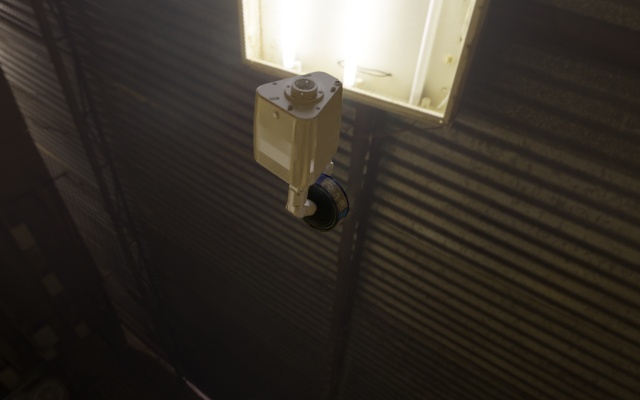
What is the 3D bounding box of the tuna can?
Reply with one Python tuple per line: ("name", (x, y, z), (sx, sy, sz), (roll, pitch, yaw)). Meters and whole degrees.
("tuna can", (0.000, 0.002, 0.714), (0.086, 0.086, 0.033), (0, 29, 44))
